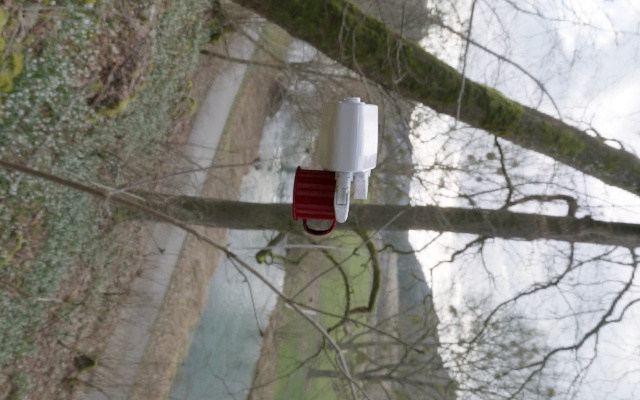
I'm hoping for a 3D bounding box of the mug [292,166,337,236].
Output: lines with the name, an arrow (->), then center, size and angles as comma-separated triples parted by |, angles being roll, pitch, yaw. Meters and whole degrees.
mug -> 0.000, 0.004, 0.794 | 0.081, 0.117, 0.093 | 4, 12, 5
